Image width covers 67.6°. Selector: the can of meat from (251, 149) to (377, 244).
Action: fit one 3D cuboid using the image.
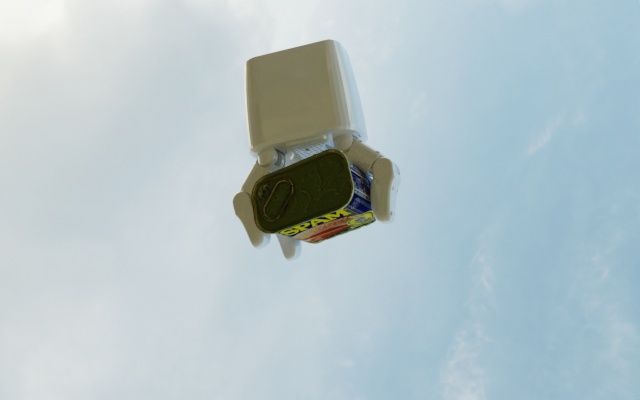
[{"bbox_3d":[0.000,0.002,0.457,0.102,0.057,0.084,-21,-22,22],"label":"can of meat"}]
